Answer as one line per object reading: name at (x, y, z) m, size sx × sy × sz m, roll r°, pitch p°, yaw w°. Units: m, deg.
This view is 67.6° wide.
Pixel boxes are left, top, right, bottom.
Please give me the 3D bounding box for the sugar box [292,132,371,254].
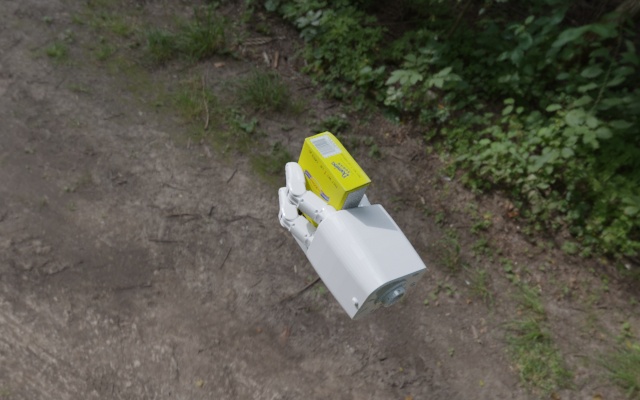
sugar box at (0.000, 0.002, 0.643) m, size 0.048 × 0.093 × 0.176 m, roll -20°, pitch -29°, yaw -31°
